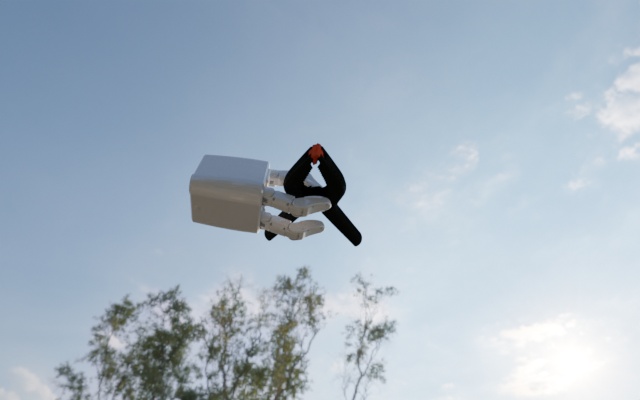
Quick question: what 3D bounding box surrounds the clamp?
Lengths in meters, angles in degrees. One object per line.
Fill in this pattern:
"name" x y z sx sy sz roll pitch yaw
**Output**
"clamp" 0.000 0.001 0.747 0.164 0.036 0.210 8 -44 -5
